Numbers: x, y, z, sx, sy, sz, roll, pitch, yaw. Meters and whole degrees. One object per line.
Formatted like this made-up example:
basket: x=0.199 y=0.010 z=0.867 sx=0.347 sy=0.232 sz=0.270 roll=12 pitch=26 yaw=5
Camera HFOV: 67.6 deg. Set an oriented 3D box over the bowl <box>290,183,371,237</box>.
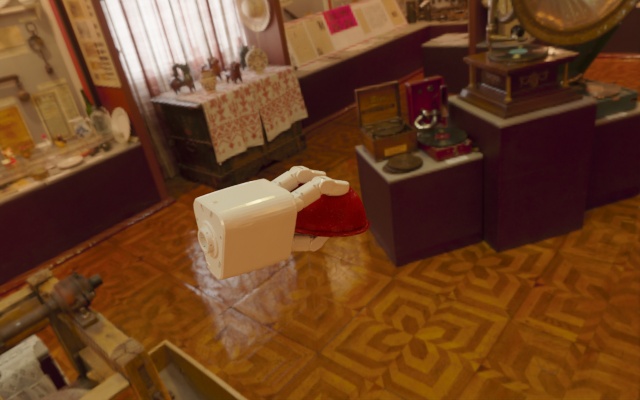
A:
bowl: x=0.001 y=0.002 z=0.733 sx=0.162 sy=0.055 sz=0.162 roll=6 pitch=16 yaw=-2
